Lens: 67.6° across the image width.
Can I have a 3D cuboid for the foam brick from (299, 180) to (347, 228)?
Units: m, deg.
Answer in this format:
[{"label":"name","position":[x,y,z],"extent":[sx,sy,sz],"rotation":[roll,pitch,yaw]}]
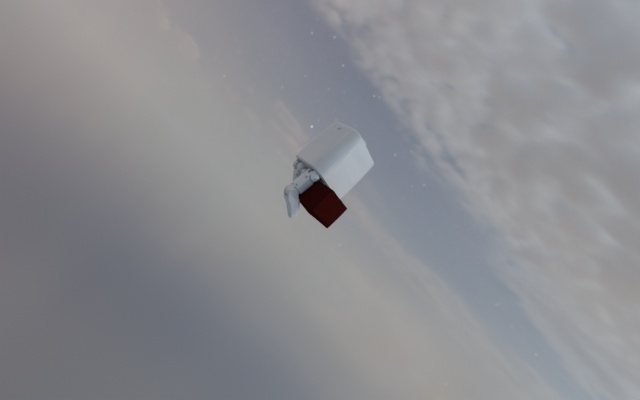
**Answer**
[{"label":"foam brick","position":[0.000,0.003,0.851],"extent":[0.051,0.053,0.078],"rotation":[-42,33,-7]}]
